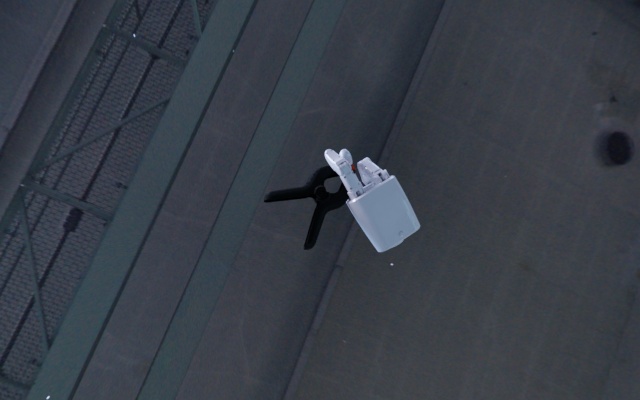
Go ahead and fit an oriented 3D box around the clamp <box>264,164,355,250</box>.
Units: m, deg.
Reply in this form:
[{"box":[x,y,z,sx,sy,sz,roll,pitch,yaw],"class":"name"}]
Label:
[{"box":[0.000,0.003,0.839,0.171,0.120,0.039,-31,4,-15],"class":"clamp"}]
